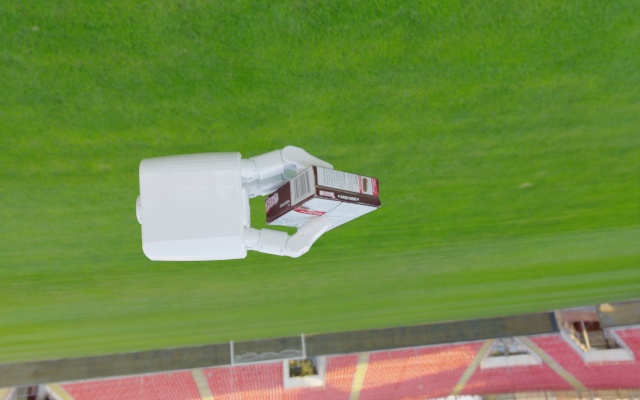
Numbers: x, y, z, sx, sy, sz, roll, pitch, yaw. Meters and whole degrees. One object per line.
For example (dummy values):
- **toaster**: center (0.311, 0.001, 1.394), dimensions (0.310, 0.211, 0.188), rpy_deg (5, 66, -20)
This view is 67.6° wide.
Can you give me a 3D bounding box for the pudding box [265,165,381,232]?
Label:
- **pudding box**: center (0.000, 0.002, 0.550), dimensions (0.090, 0.039, 0.113), rpy_deg (8, -21, -32)
